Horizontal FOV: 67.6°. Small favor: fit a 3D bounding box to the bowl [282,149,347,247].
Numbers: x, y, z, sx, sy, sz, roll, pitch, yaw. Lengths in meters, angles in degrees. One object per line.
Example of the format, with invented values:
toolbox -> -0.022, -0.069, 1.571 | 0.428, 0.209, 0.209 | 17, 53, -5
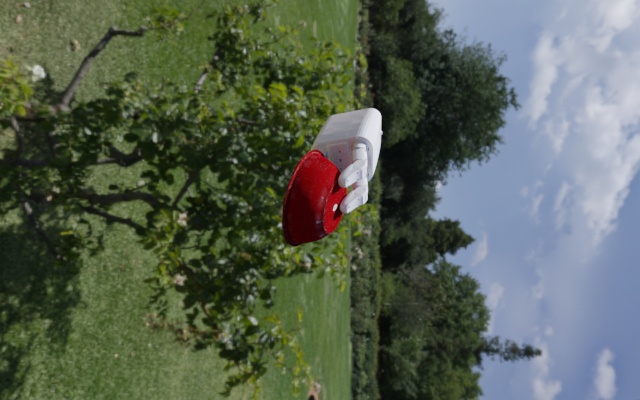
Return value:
bowl -> 0.000, 0.004, 0.765 | 0.055, 0.162, 0.162 | 15, 5, 21
